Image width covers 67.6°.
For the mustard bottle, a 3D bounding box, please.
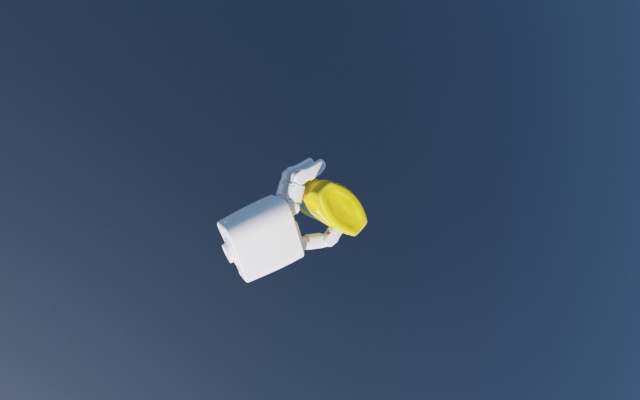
[{"bbox_3d":[0.000,0.002,0.805,0.096,0.058,0.191,45,-11,-21],"label":"mustard bottle"}]
